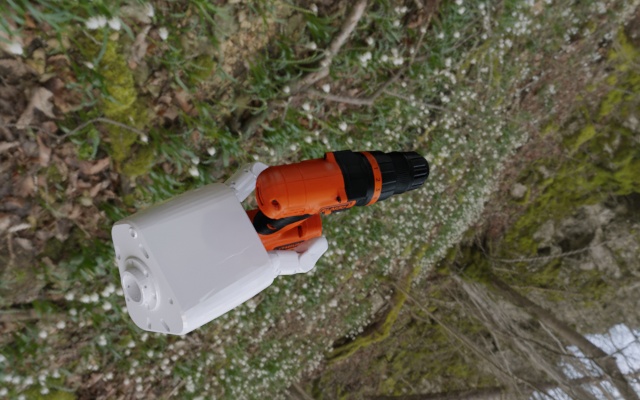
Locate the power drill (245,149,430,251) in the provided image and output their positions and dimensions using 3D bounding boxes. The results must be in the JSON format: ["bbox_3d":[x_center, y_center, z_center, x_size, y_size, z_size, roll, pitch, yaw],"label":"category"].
[{"bbox_3d":[0.000,0.002,0.508,0.184,0.057,0.188,-8,-17,-28],"label":"power drill"}]
